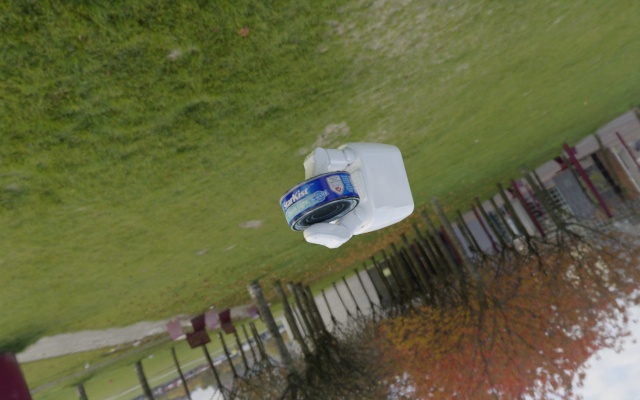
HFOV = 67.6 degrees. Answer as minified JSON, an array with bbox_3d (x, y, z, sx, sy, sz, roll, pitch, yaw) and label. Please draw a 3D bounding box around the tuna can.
[{"bbox_3d":[0.000,0.002,0.532,0.086,0.033,0.086,-21,-16,-6],"label":"tuna can"}]
